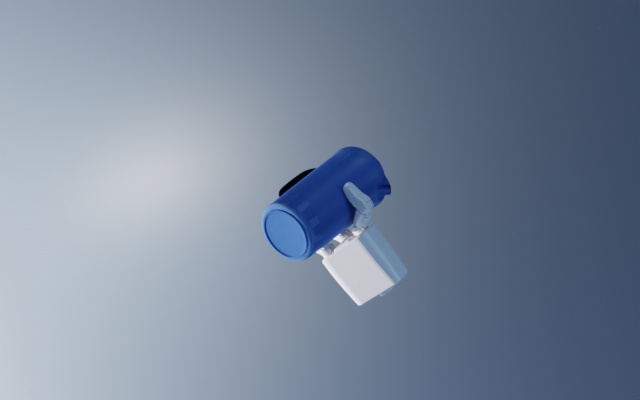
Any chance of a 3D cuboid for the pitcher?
[{"bbox_3d":[0.000,0.003,0.862,0.242,0.145,0.149,-37,-2,-46],"label":"pitcher"}]
